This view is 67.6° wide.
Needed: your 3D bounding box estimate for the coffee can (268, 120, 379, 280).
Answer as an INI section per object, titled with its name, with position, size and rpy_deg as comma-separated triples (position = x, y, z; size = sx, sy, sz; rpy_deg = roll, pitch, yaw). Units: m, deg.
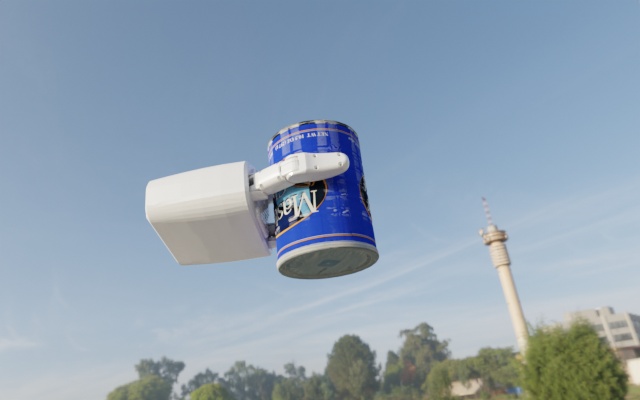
[coffee can]
position = 0.000, 0.002, 0.505
size = 0.103, 0.140, 0.103
rpy_deg = -6, -24, -3
